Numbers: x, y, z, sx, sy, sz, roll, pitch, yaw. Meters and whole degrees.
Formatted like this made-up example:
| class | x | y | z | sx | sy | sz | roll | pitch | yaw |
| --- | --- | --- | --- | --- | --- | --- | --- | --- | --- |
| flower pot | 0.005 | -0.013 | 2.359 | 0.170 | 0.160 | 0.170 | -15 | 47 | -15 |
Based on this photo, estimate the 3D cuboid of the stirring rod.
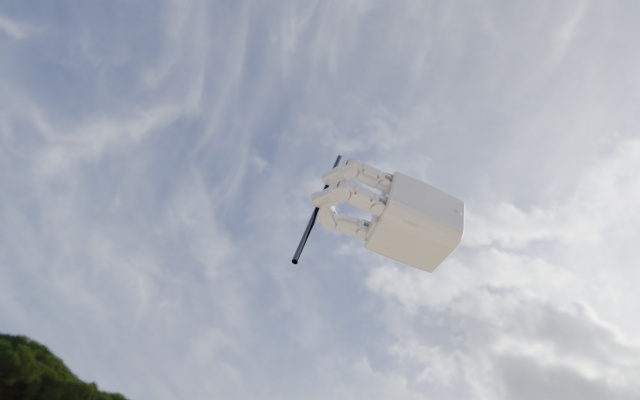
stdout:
| class | x | y | z | sx | sy | sz | roll | pitch | yaw |
| --- | --- | --- | --- | --- | --- | --- | --- | --- | --- |
| stirring rod | 0.000 | 0.002 | 0.648 | 0.011 | 0.011 | 0.239 | 0 | 35 | 18 |
